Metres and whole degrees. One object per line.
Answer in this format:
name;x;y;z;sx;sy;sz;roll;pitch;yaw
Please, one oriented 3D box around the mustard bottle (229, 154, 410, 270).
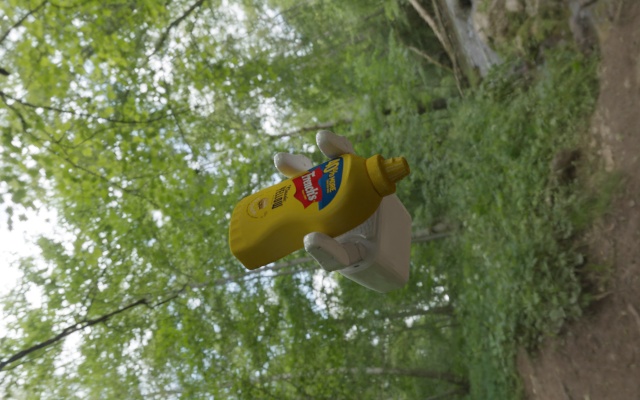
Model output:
mustard bottle;0.000;0.001;0.486;0.191;0.058;0.096;-23;32;22
